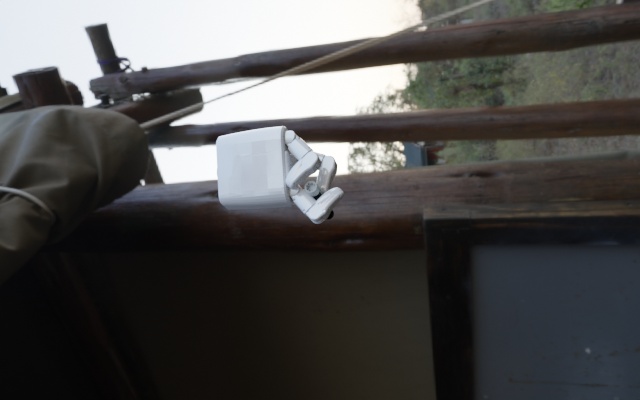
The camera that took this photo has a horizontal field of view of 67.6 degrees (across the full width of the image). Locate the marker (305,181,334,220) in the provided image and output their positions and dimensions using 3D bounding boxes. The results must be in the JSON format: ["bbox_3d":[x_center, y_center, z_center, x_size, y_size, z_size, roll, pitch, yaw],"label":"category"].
[{"bbox_3d":[0.000,0.002,0.724,0.020,0.020,0.121,0,-21,14],"label":"marker"}]
